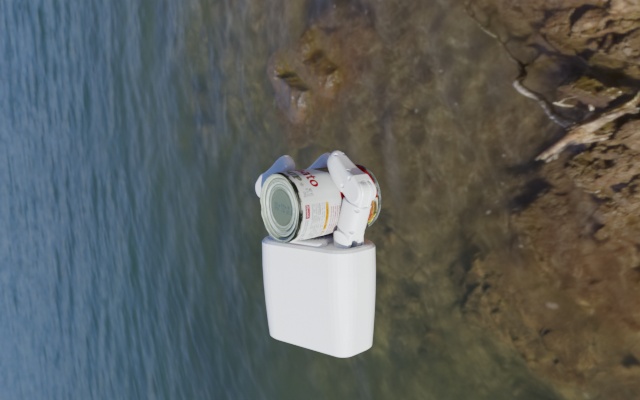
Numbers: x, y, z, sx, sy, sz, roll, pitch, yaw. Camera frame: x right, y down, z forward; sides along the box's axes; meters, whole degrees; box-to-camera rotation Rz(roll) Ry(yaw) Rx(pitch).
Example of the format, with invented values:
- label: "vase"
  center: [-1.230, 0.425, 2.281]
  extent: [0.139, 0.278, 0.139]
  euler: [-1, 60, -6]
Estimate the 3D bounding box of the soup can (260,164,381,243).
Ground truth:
- label: "soup can"
  center: [0.000, 0.001, 0.472]
  extent: [0.102, 0.068, 0.068]
  euler: [-8, 5, -38]
